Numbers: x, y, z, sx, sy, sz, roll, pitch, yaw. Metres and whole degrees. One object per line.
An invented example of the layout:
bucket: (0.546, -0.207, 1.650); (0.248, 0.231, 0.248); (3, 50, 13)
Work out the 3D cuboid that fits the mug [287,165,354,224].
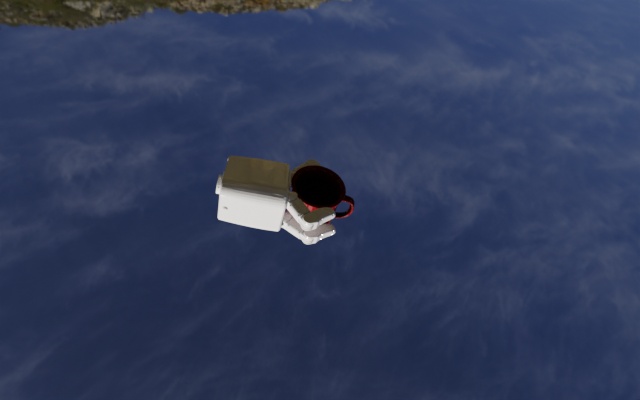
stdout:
mug: (0.001, 0.003, 0.824); (0.117, 0.093, 0.082); (11, -41, -8)
